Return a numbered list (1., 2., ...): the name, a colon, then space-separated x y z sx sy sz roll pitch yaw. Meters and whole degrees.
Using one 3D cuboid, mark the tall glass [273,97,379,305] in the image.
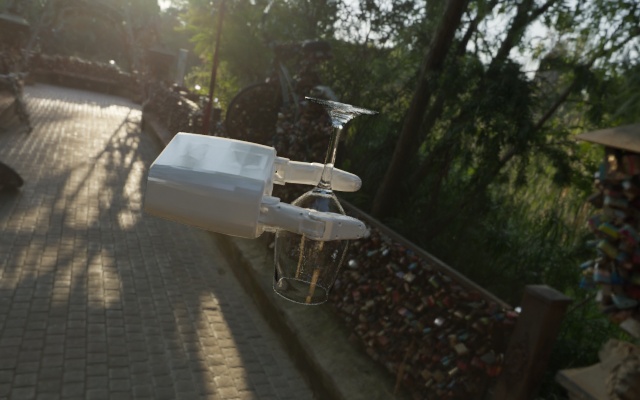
1. tall glass: 0.000 0.001 0.486 0.079 0.201 0.079 11 13 -3
